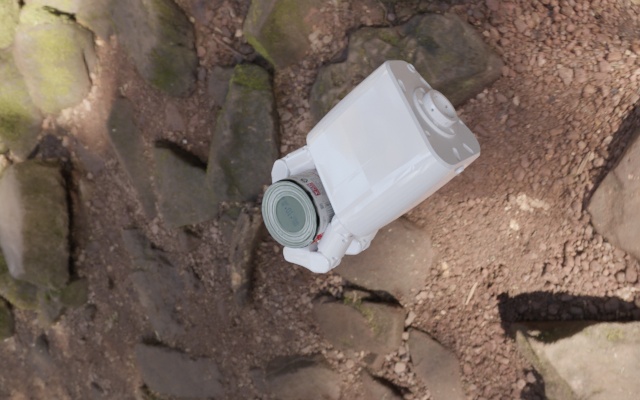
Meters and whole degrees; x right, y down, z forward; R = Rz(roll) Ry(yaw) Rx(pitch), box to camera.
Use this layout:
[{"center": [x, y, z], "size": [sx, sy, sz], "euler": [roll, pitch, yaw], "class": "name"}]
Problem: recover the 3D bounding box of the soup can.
[{"center": [0.000, 0.002, 0.474], "size": [0.068, 0.068, 0.102], "euler": [0, 14, 37], "class": "soup can"}]
